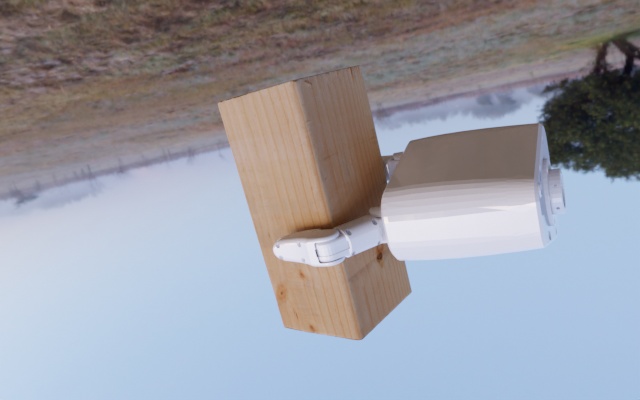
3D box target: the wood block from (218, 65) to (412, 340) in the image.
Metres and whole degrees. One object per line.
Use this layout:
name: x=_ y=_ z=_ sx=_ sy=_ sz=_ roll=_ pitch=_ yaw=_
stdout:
wood block: x=0.000 y=0.002 z=0.411 sx=0.090 sy=0.206 sz=0.091 roll=-3 pitch=17 yaw=41
